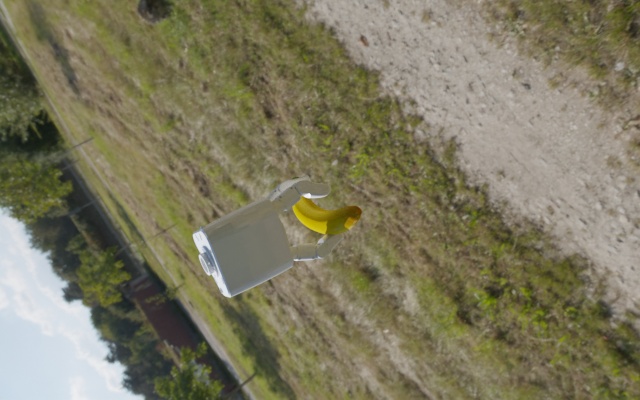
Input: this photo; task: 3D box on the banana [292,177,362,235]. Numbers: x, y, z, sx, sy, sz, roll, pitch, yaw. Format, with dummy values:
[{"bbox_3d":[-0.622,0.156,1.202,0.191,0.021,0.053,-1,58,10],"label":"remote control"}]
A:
[{"bbox_3d":[0.001,0.019,0.751,0.037,0.070,0.197,-19,25,-27],"label":"banana"}]
